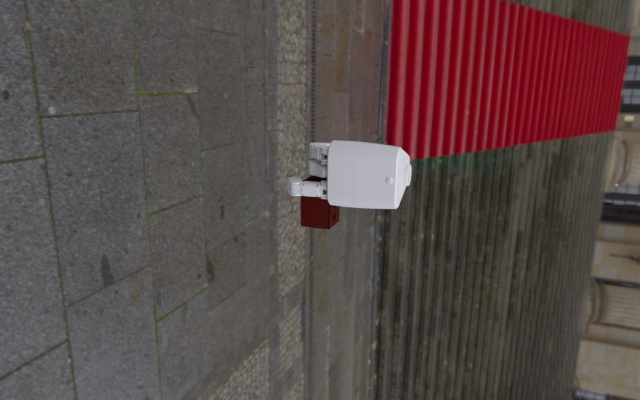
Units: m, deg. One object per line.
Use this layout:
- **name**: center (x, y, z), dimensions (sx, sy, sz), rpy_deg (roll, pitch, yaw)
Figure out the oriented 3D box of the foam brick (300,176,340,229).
- **foam brick**: center (0.000, 0.003, 0.782), dimensions (0.051, 0.078, 0.053), rpy_deg (6, 16, 19)
